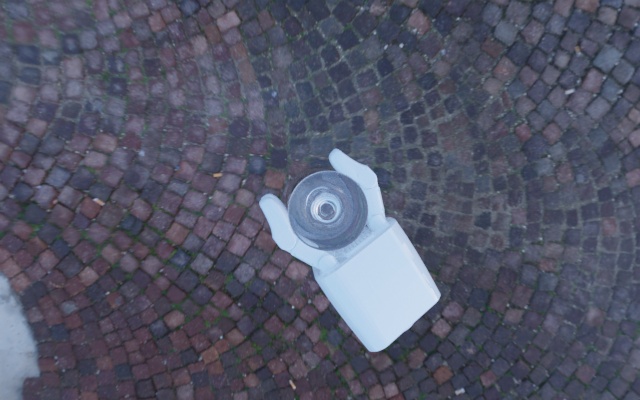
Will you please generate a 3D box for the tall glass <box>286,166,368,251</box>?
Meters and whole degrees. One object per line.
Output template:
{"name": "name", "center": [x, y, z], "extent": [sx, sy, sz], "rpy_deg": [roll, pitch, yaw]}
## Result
{"name": "tall glass", "center": [0.000, 0.002, 0.534], "extent": [0.079, 0.079, 0.201], "rpy_deg": [0, 5, -4]}
